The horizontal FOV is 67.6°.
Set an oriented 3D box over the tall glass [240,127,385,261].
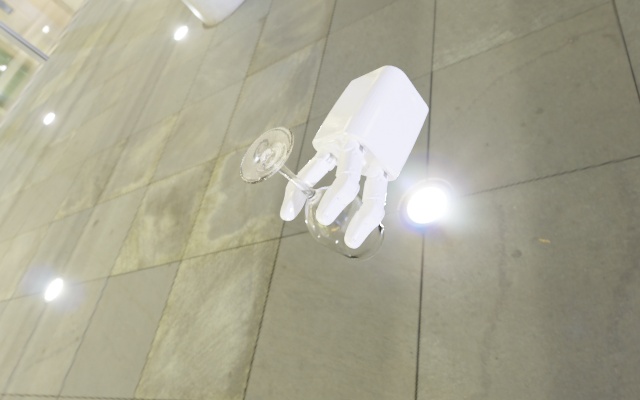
[{"bbox_3d":[0.000,0.002,0.570,0.079,0.079,0.201,0,-31,43],"label":"tall glass"}]
